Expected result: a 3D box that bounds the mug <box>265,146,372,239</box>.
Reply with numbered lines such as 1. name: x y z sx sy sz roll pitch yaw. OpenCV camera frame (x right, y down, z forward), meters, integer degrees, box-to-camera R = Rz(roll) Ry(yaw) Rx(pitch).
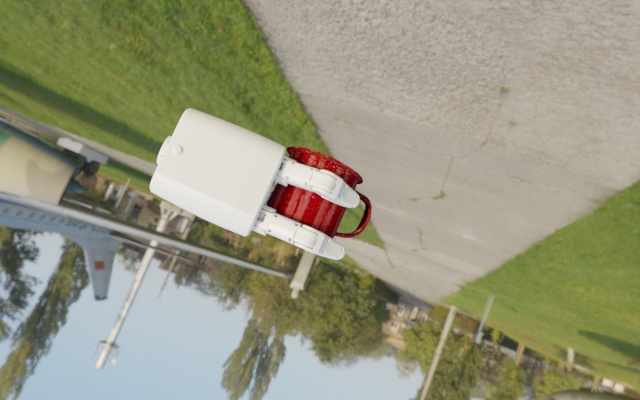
1. mug: 0.001 0.003 0.531 0.117 0.081 0.093 25 -8 -9
